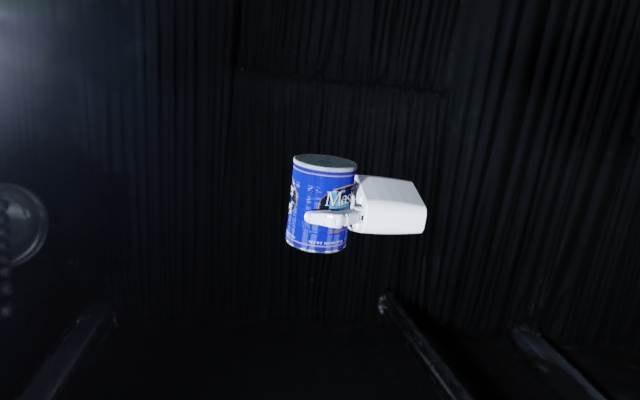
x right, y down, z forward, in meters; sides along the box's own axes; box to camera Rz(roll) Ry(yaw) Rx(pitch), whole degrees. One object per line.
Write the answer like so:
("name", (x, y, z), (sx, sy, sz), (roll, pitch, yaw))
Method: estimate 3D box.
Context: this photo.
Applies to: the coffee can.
("coffee can", (0.000, 0.002, 0.785), (0.103, 0.140, 0.102), (6, 16, -2))
